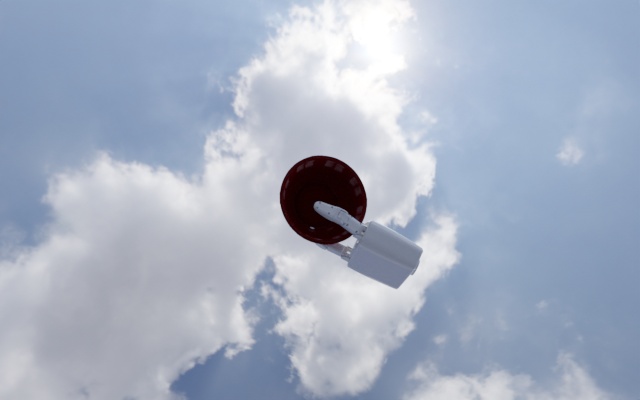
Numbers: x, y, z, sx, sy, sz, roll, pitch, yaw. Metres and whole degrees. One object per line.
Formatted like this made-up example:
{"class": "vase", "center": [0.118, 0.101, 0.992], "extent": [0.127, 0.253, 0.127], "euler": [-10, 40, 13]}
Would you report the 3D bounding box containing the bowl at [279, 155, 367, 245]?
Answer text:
{"class": "bowl", "center": [-0.001, 0.002, 0.865], "extent": [0.162, 0.162, 0.055], "euler": [0, -12, -17]}
